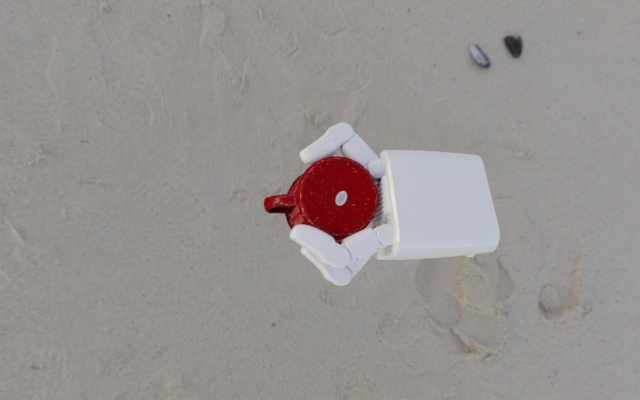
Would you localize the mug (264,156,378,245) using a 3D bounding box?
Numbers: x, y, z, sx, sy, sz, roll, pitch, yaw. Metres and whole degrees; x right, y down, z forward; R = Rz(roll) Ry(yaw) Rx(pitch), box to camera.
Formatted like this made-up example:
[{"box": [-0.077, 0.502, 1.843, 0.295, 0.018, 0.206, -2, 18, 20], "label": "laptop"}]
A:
[{"box": [-0.001, 0.001, 0.495, 0.117, 0.093, 0.081, 1, -9, -9], "label": "mug"}]
